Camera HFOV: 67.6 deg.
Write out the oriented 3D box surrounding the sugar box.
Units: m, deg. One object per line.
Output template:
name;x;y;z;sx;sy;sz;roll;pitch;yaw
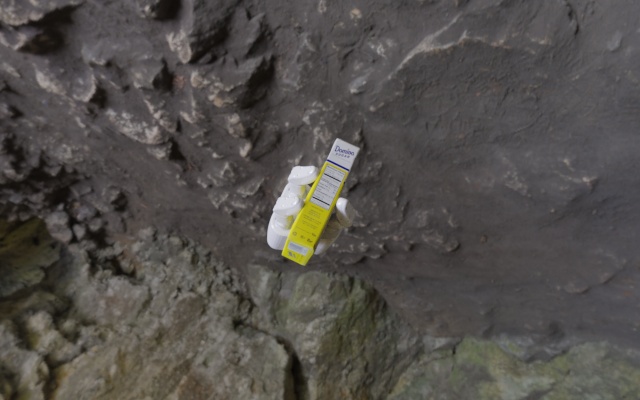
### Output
sugar box;0.000;0.002;0.716;0.048;0.176;0.093;23;-23;-2
